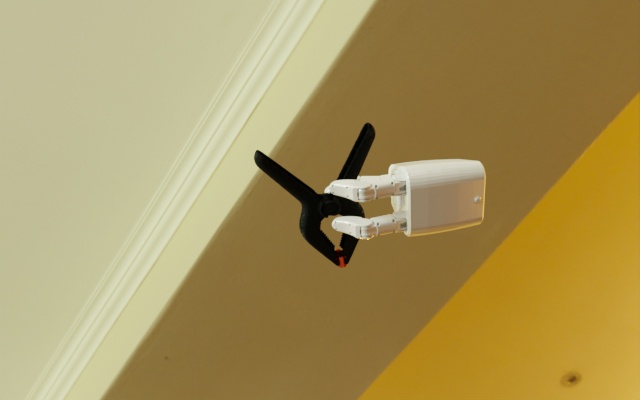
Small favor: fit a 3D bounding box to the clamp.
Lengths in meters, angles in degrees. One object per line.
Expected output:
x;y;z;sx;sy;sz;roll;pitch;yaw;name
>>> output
0.000;0.002;0.671;0.164;0.210;0.036;-7;25;-4;clamp
